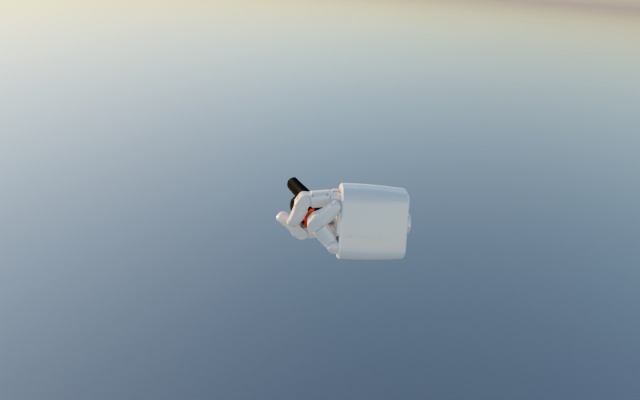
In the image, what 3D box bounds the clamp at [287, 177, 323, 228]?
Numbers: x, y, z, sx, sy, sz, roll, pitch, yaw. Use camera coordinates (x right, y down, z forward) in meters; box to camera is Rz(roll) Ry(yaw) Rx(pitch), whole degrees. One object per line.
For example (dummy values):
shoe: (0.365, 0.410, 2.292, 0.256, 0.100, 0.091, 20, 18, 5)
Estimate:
clamp: (0.000, 0.002, 0.836, 0.120, 0.039, 0.171, 3, 24, -4)
